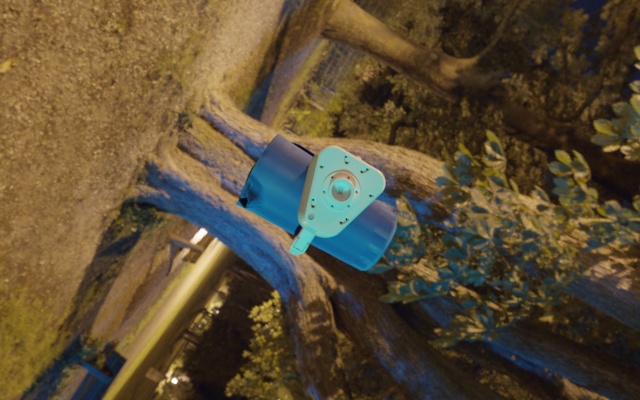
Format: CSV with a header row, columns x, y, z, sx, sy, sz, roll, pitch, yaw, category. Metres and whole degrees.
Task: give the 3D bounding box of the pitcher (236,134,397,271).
x,y,z,sx,sy,sz,roll,pitch,yaw,category
0.000,0.003,0.777,0.243,0.149,0.145,31,-7,-3,pitcher
